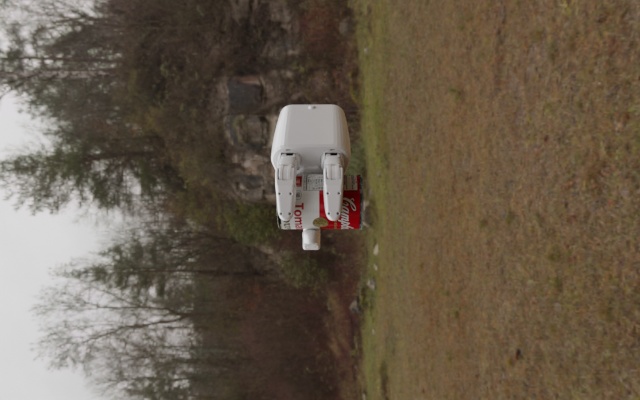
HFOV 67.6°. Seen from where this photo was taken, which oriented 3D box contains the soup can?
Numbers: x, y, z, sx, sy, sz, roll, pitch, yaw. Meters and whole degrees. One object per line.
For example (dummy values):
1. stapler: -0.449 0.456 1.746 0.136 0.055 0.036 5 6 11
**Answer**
1. soup can: 0.000 0.002 0.588 0.102 0.068 0.068 0 0 1
